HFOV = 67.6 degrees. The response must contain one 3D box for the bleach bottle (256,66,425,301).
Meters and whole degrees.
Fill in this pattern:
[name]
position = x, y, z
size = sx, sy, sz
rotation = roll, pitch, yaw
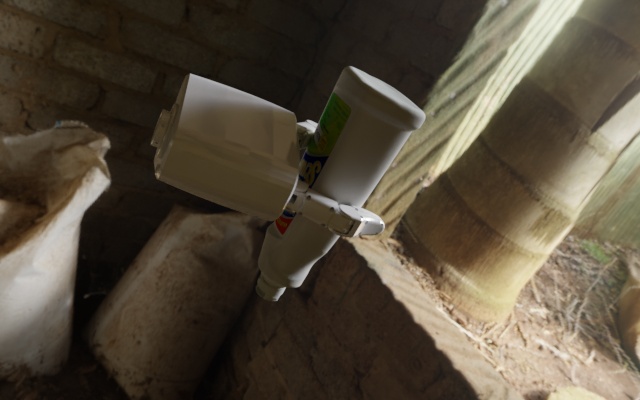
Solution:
[bleach bottle]
position = 0.000, 0.001, 0.470
size = 0.068, 0.251, 0.102
rotation = 20, 22, -23
